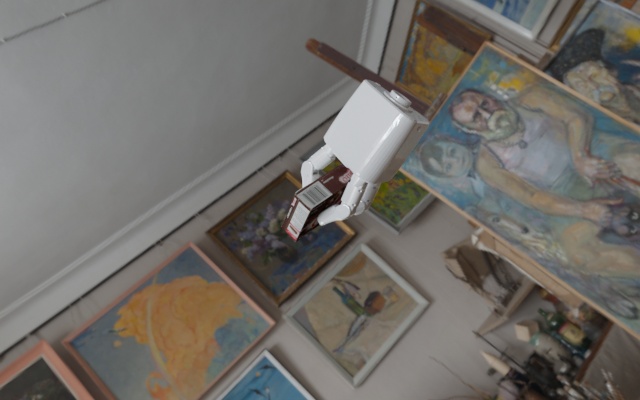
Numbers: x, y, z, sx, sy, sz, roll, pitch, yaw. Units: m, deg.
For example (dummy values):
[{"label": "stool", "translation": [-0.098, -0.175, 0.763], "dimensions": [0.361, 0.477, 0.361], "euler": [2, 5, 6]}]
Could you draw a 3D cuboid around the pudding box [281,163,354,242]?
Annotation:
[{"label": "pudding box", "translation": [0.000, 0.002, 0.726], "dimensions": [0.113, 0.039, 0.090], "euler": [-32, -21, -36]}]
